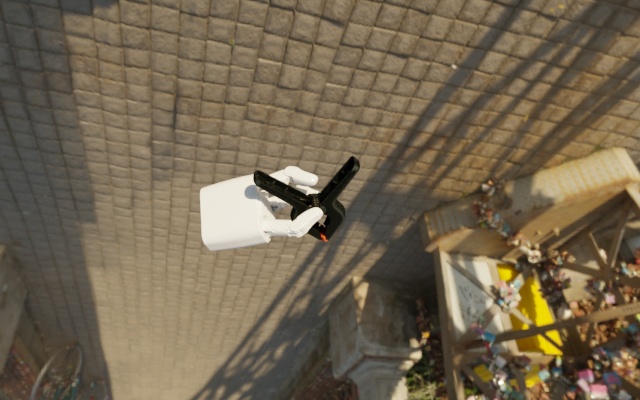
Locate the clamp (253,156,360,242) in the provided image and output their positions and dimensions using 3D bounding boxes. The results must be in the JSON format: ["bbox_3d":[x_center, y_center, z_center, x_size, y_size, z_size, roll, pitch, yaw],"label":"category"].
[{"bbox_3d":[0.000,0.004,0.795,0.164,0.036,0.210,-11,-37,11],"label":"clamp"}]
